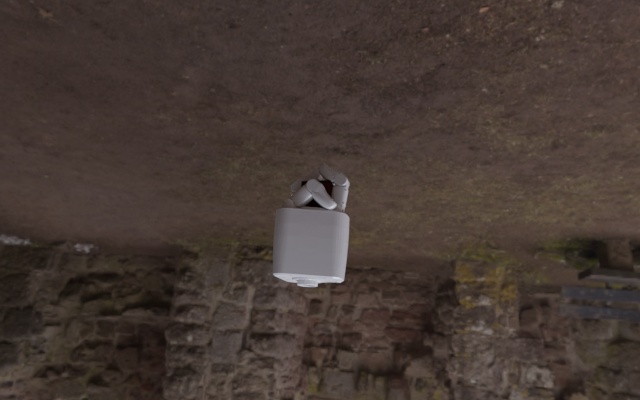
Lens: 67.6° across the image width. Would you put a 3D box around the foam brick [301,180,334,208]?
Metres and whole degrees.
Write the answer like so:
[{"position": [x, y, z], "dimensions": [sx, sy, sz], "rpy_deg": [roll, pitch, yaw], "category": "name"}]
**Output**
[{"position": [0.000, 0.003, 0.806], "dimensions": [0.053, 0.051, 0.078], "rpy_deg": [-1, -17, 15], "category": "foam brick"}]
